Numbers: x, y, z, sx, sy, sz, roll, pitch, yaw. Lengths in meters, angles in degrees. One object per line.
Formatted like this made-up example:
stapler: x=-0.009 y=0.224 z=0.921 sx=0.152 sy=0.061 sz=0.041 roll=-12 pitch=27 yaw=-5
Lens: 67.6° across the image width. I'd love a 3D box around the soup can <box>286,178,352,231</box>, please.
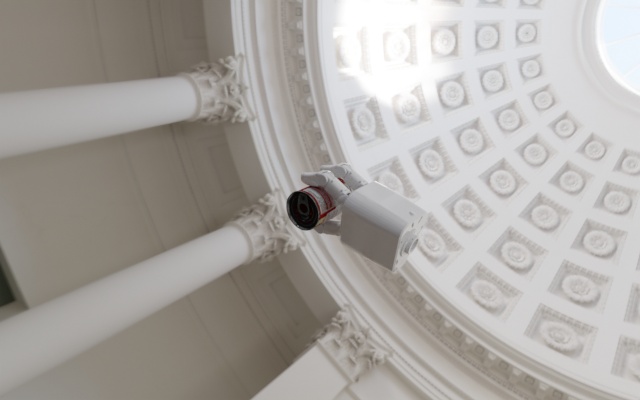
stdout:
soup can: x=0.000 y=0.002 z=0.812 sx=0.068 sy=0.068 sz=0.102 roll=0 pitch=17 yaw=39
